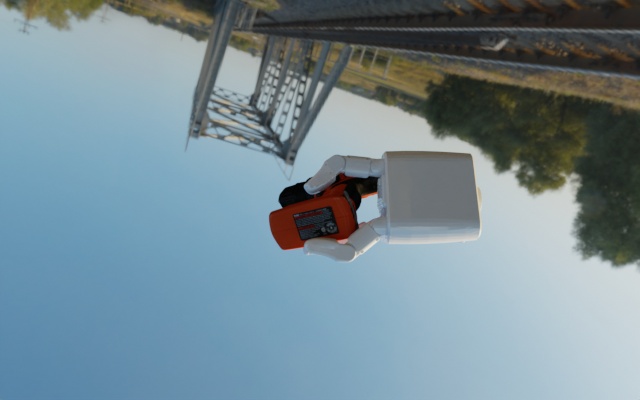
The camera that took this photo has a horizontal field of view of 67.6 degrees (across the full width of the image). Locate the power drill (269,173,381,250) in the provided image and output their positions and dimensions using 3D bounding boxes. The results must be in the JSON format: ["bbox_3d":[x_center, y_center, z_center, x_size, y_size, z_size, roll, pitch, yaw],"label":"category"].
[{"bbox_3d":[0.000,0.002,0.648,0.184,0.057,0.187,-15,14,22],"label":"power drill"}]
